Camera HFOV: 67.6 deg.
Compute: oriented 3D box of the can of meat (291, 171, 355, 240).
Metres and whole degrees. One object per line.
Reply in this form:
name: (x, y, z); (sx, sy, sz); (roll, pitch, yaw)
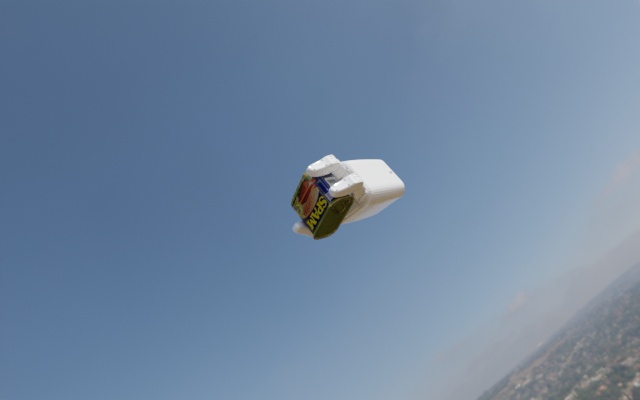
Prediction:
can of meat: (0.000, 0.003, 0.831); (0.057, 0.102, 0.084); (-12, 53, -41)
